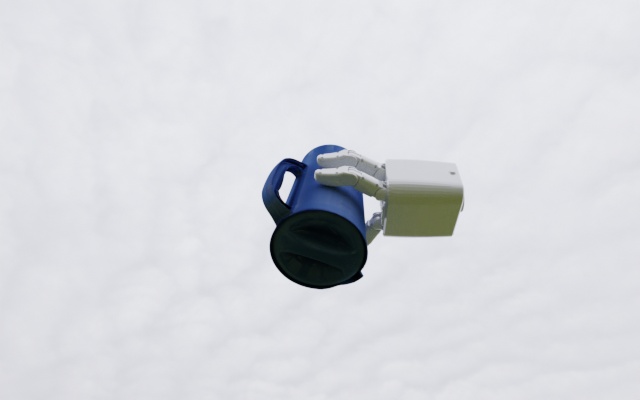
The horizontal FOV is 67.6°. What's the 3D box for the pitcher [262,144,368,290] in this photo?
[{"bbox_3d":[0.000,0.002,0.730,0.145,0.149,0.242,2,32,4],"label":"pitcher"}]
